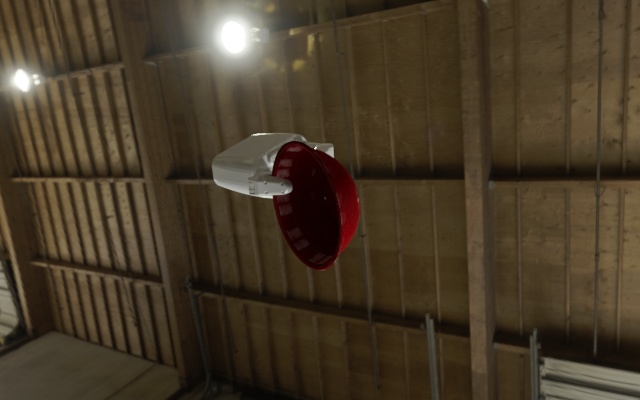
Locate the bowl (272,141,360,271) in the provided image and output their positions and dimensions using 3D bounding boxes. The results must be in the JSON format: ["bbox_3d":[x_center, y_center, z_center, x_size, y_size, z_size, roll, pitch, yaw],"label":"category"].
[{"bbox_3d":[0.001,0.002,0.594,0.055,0.162,0.162,-15,7,-30],"label":"bowl"}]
